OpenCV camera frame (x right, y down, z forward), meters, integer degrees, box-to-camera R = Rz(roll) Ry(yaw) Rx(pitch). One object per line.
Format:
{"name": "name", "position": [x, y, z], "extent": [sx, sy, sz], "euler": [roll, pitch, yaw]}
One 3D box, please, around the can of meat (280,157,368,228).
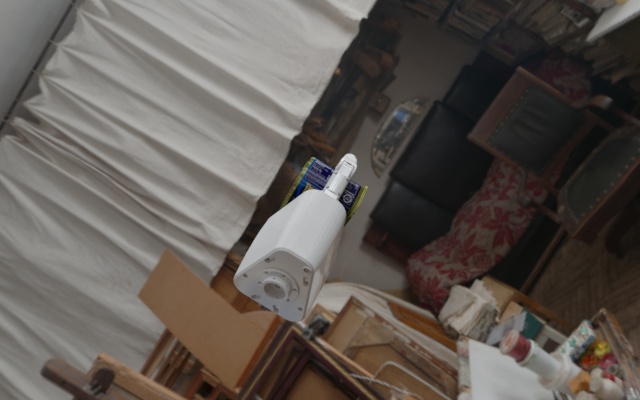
{"name": "can of meat", "position": [0.000, 0.002, 0.633], "extent": [0.084, 0.057, 0.102], "euler": [31, -45, -2]}
